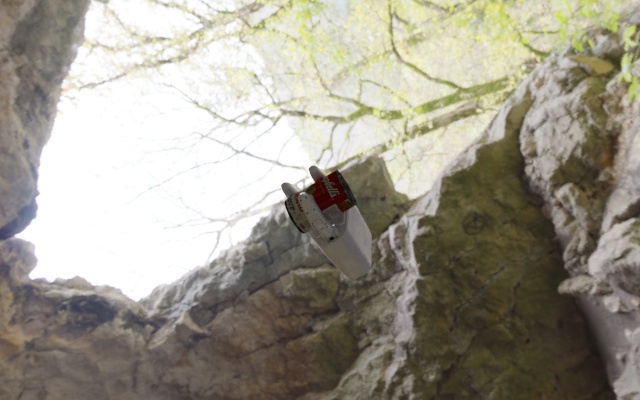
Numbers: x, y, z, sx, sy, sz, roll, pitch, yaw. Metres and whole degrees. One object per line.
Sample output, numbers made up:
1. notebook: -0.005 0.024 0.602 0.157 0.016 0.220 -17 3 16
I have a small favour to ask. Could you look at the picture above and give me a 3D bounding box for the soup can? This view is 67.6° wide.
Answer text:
1. soup can: 0.000 0.002 0.792 0.102 0.068 0.068 -30 -6 10
